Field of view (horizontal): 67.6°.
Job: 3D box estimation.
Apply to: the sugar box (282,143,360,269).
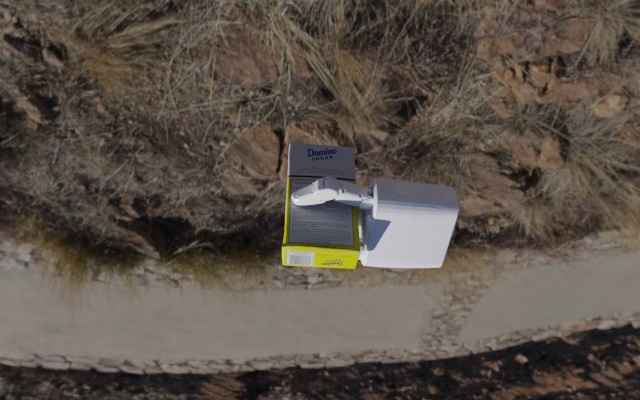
[{"bbox_3d":[0.000,0.002,0.625,0.093,0.176,0.048,4,-42,-4],"label":"sugar box"}]
